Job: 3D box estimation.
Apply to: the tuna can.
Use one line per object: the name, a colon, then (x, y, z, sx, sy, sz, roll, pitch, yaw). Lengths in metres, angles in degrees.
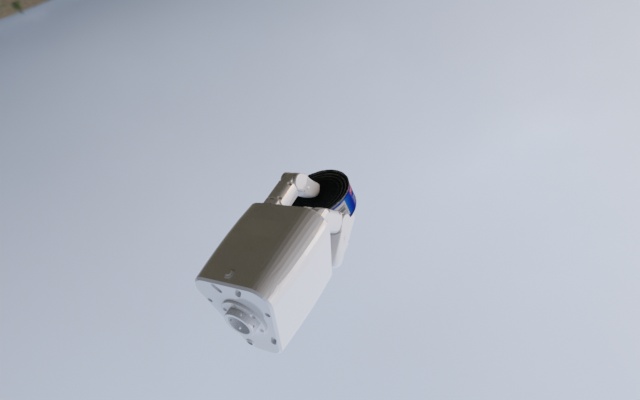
tuna can: (0.000, 0.002, 0.587, 0.086, 0.034, 0.086, -17, 36, 13)
